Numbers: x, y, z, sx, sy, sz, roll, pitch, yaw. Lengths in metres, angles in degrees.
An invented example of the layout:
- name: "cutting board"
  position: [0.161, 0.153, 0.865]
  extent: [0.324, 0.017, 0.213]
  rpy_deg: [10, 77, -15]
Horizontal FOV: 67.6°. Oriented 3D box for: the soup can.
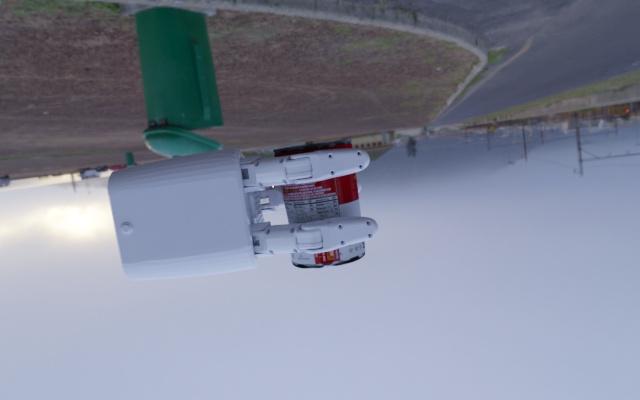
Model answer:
- name: "soup can"
  position: [0.001, 0.002, 0.415]
  extent: [0.068, 0.102, 0.068]
  rpy_deg: [-8, 6, 1]
